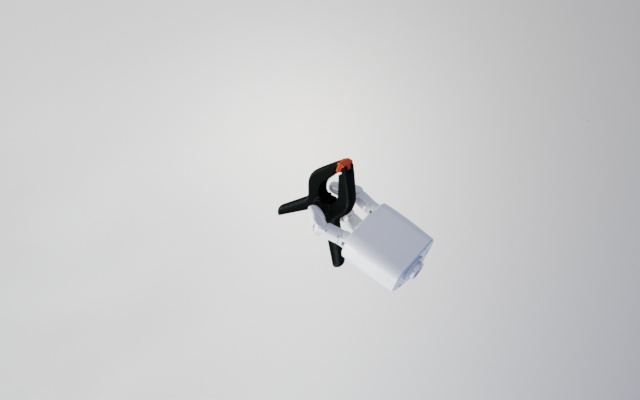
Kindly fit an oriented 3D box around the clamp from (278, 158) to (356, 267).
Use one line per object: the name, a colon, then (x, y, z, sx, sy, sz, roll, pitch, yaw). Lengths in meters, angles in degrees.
clamp: (0.000, 0.003, 0.841, 0.164, 0.210, 0.036, 36, 43, 21)
